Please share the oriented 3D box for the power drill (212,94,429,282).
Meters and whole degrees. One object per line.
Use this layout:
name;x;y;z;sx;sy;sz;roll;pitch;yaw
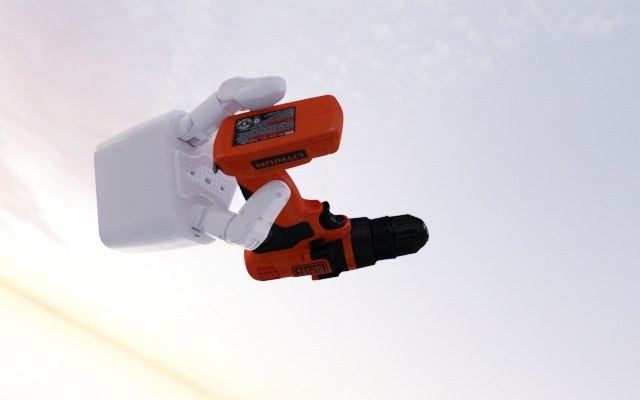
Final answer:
power drill;0.000;0.001;0.425;0.184;0.057;0.188;-12;-46;6
